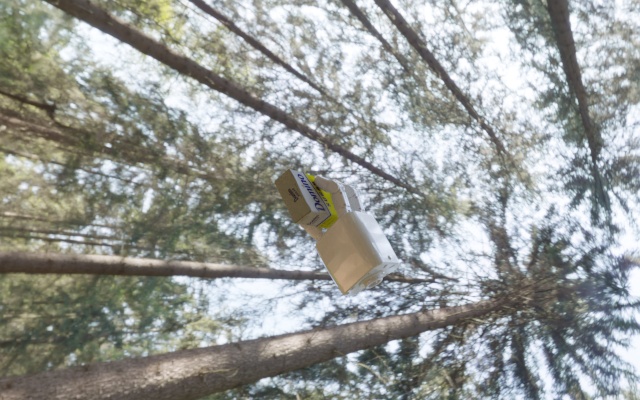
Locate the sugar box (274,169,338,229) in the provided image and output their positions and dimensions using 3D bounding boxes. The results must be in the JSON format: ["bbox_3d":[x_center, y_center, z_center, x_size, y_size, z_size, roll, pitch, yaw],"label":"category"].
[{"bbox_3d":[0.001,0.003,0.875,0.048,0.093,0.176,-38,-26,21],"label":"sugar box"}]
